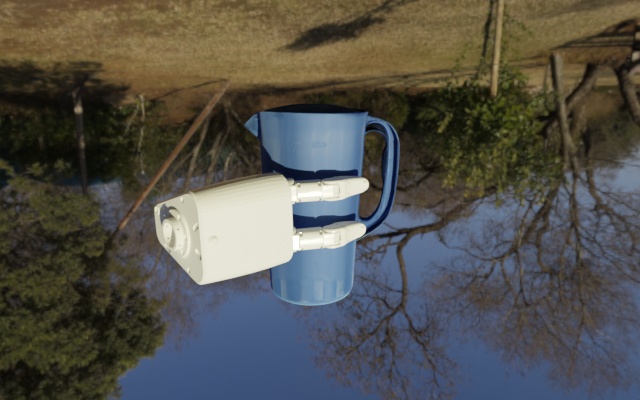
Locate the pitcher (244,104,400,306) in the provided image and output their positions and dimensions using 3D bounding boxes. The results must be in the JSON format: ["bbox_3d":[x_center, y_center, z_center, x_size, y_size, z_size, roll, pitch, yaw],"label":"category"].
[{"bbox_3d":[0.000,0.002,0.600,0.145,0.243,0.149,-12,19,-40],"label":"pitcher"}]
